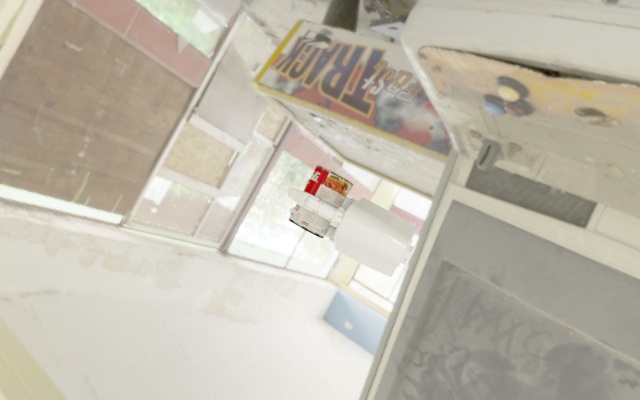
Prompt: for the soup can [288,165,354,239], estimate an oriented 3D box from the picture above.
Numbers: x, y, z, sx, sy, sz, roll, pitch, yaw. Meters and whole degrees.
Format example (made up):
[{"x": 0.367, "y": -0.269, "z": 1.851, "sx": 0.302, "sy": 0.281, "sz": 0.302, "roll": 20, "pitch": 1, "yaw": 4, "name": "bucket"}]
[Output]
[{"x": 0.000, "y": 0.003, "z": 0.775, "sx": 0.068, "sy": 0.102, "sz": 0.068, "roll": 28, "pitch": -1, "yaw": 0, "name": "soup can"}]
